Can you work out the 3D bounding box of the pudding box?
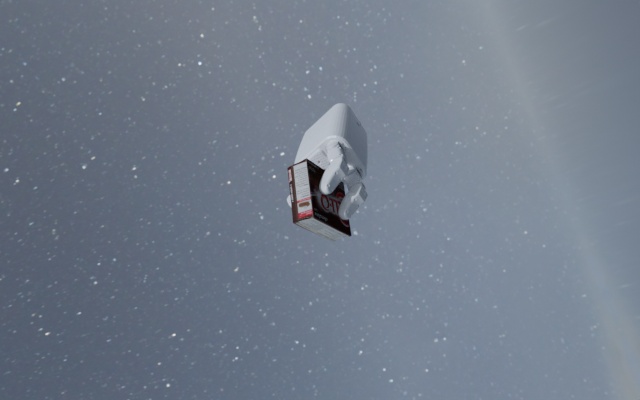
[{"bbox_3d":[0.000,0.002,0.691,0.039,0.090,0.113,-21,-27,27],"label":"pudding box"}]
